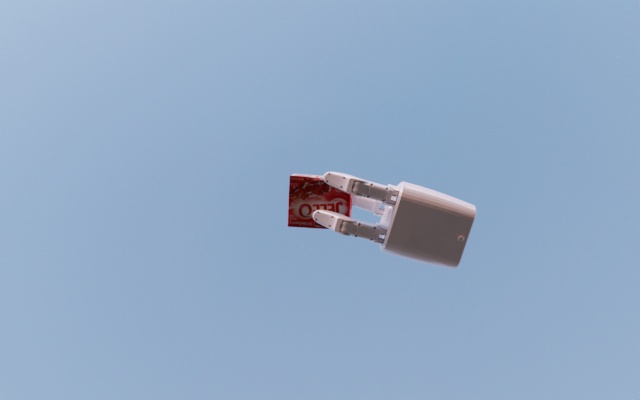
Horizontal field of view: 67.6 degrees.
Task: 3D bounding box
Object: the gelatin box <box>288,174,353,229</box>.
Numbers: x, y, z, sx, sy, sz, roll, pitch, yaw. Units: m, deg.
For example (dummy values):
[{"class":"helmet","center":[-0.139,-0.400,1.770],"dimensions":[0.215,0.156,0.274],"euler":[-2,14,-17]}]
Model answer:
[{"class":"gelatin box","center":[0.000,0.002,0.670],"dimensions":[0.089,0.073,0.030],"euler":[4,8,8]}]
